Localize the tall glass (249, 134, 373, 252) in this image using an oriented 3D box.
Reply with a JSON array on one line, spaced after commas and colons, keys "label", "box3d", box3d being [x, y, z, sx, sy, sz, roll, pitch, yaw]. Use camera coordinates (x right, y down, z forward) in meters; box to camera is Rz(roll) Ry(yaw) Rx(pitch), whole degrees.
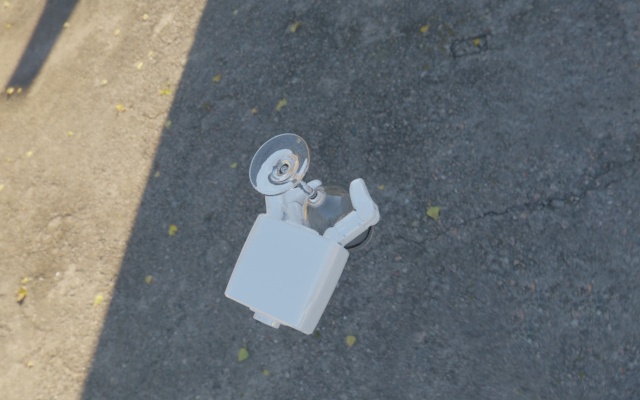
[{"label": "tall glass", "box3d": [0.000, 0.002, 0.582, 0.079, 0.079, 0.201, 0, -24, 29]}]
